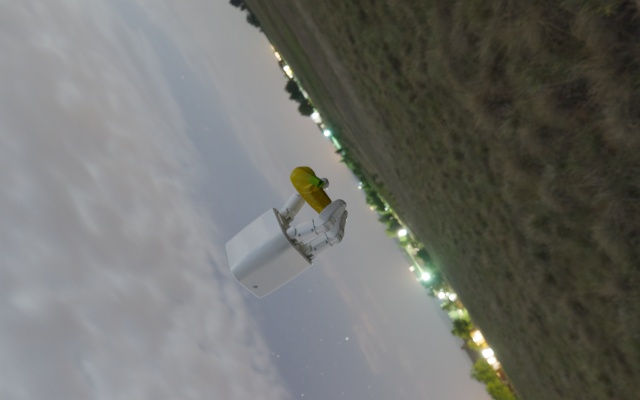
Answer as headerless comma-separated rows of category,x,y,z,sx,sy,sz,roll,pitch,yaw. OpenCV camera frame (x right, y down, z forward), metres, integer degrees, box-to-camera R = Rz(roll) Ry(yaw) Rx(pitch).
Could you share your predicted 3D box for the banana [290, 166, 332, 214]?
banana,-0.012,-0.012,0.753,0.037,0.069,0.198,-38,-18,-2
